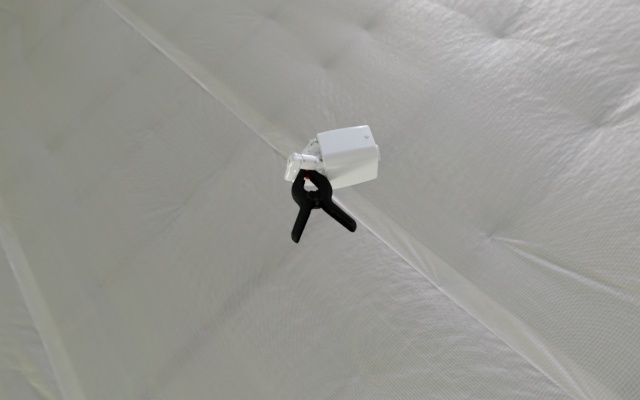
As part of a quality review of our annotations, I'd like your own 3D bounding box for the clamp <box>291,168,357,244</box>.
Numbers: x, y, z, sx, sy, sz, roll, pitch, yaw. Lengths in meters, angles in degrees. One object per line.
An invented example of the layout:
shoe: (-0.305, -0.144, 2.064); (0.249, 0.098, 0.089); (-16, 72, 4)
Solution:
clamp: (0.000, 0.003, 0.898); (0.120, 0.171, 0.039); (0, -35, -10)
